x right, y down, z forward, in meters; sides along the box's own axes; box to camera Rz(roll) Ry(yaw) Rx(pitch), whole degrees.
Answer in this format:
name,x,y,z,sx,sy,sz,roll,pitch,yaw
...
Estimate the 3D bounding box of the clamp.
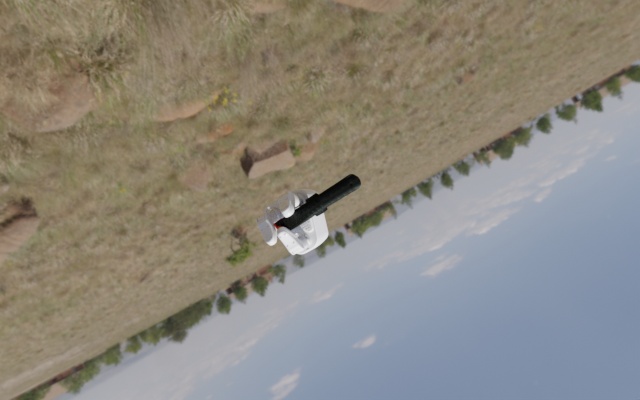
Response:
name,x,y,z,sx,sy,sz,roll,pitch,yaw
clamp,0.000,0.003,0.826,0.171,0.039,0.120,-30,-3,13
